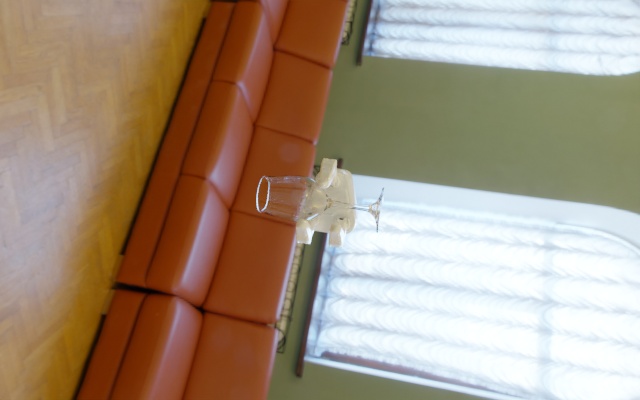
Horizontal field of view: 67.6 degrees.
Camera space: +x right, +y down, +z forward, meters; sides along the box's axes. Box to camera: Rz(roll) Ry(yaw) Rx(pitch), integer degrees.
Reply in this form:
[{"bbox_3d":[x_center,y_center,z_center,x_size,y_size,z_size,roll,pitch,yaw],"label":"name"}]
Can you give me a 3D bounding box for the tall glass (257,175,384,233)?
[{"bbox_3d":[0.001,0.003,0.783,0.201,0.079,0.079,8,1,9],"label":"tall glass"}]
